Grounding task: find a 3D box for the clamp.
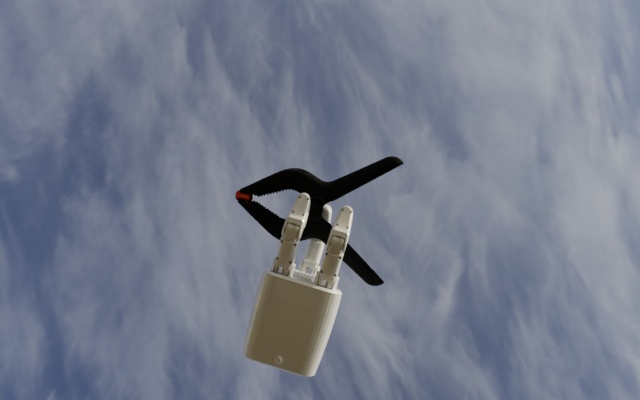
[{"bbox_3d":[0.000,0.002,0.608,0.210,0.164,0.036,17,-4,3],"label":"clamp"}]
